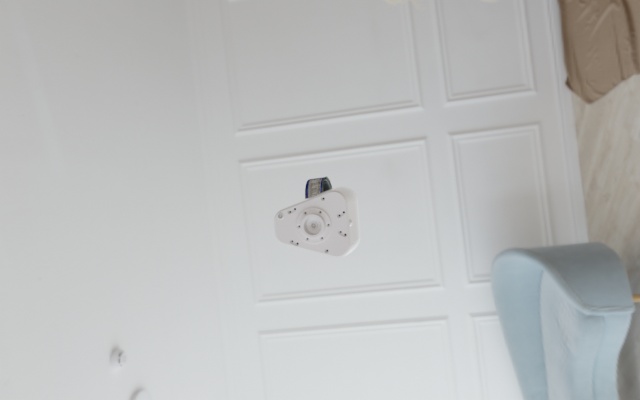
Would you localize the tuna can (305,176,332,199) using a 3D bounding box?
[{"bbox_3d":[0.000,0.003,0.829,0.034,0.086,0.086,-7,-2,13],"label":"tuna can"}]
